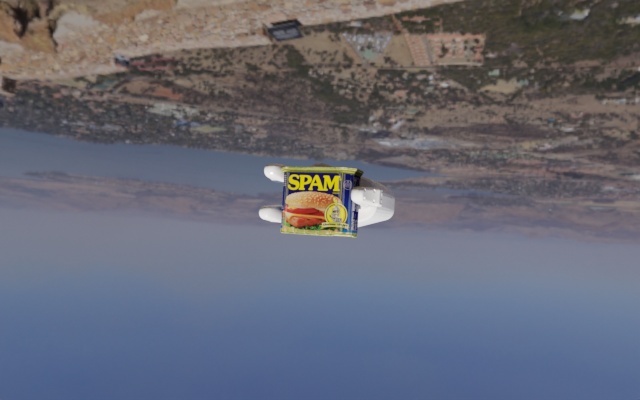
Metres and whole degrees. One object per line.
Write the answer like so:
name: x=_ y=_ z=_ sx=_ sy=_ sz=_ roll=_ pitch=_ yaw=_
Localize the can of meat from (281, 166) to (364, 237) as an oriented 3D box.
can of meat: x=0.000 y=0.002 z=0.605 sx=0.102 sy=0.084 sz=0.057 roll=2 pitch=-3 yaw=21
